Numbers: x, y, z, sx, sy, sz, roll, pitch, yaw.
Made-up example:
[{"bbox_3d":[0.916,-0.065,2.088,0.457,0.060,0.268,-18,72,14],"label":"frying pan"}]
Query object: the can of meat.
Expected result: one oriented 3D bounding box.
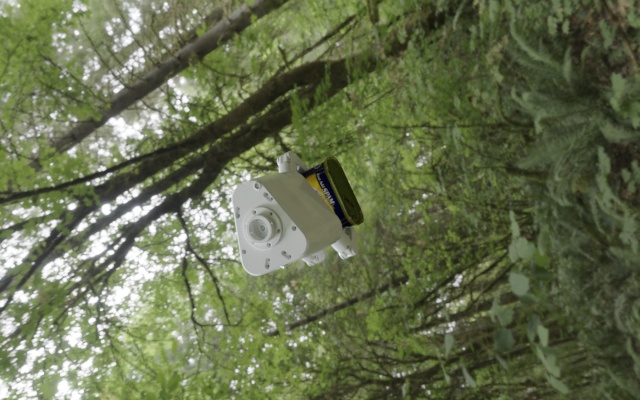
[{"bbox_3d":[0.000,0.002,0.671,0.084,0.102,0.057,-25,-1,22],"label":"can of meat"}]
